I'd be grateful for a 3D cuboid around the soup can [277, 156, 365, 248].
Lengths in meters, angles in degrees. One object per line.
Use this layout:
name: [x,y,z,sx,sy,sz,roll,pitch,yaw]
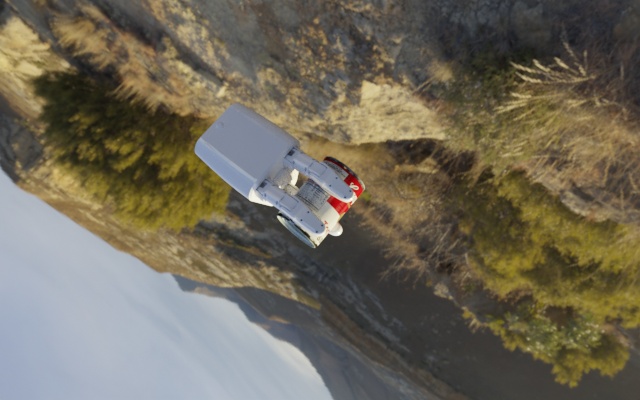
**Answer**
soup can: [0.000,0.003,0.621,0.068,0.102,0.068,38,-12,10]
